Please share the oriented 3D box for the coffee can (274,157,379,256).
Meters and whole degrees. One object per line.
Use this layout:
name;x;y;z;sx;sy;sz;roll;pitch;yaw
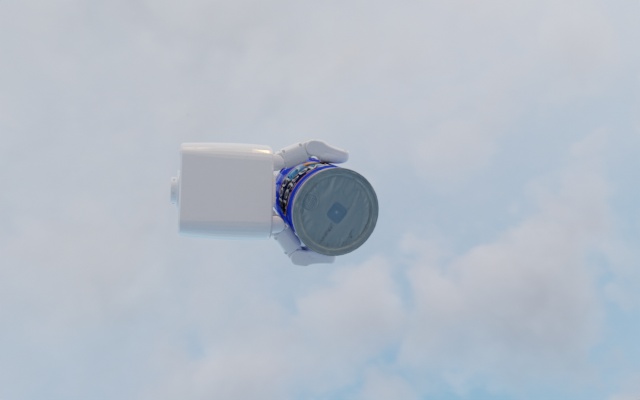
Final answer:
coffee can;0.000;0.002;0.606;0.103;0.103;0.140;0;10;-16
